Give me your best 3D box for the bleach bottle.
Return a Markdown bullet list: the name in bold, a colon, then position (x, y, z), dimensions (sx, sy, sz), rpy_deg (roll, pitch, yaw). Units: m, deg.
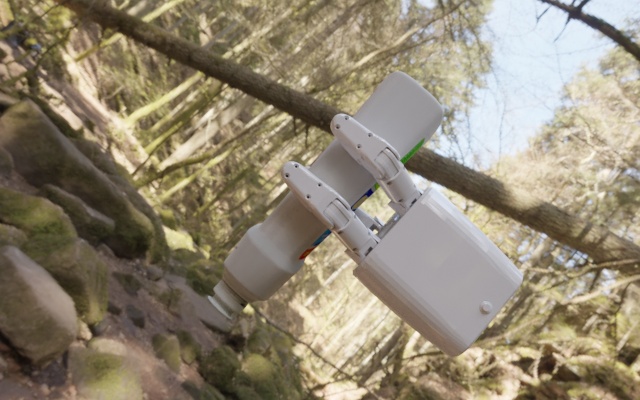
- **bleach bottle**: position (0.000, 0.001, 0.427), dimensions (0.068, 0.251, 0.102), rpy_deg (43, -8, 4)
